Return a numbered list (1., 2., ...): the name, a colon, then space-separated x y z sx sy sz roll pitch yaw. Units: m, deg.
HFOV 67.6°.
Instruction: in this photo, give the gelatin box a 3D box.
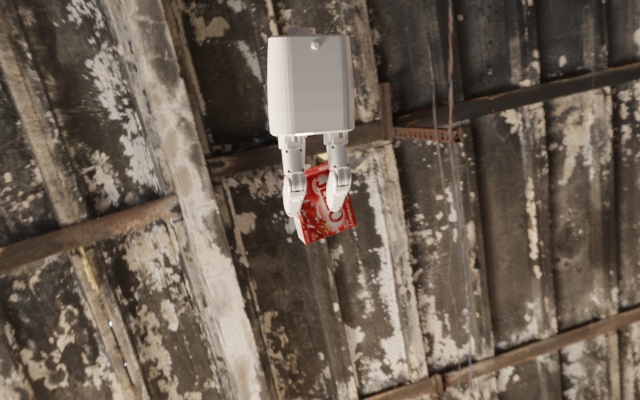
1. gelatin box: 0.000 0.002 0.603 0.073 0.089 0.030 -20 24 -15
